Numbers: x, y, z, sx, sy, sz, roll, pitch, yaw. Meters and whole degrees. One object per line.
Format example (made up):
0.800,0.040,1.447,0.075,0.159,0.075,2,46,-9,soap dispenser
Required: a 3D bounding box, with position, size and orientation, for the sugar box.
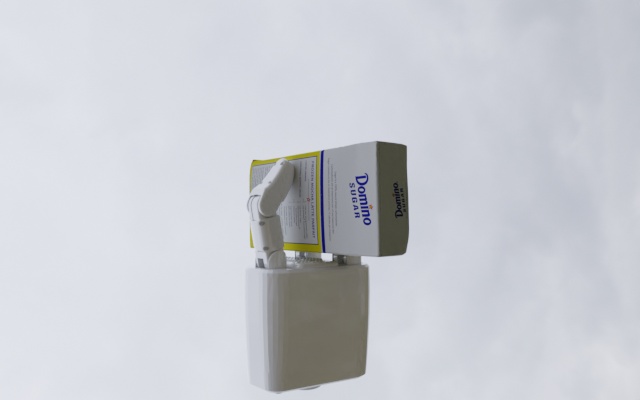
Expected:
0.000,0.002,0.442,0.048,0.093,0.176,0,-1,-45,sugar box
